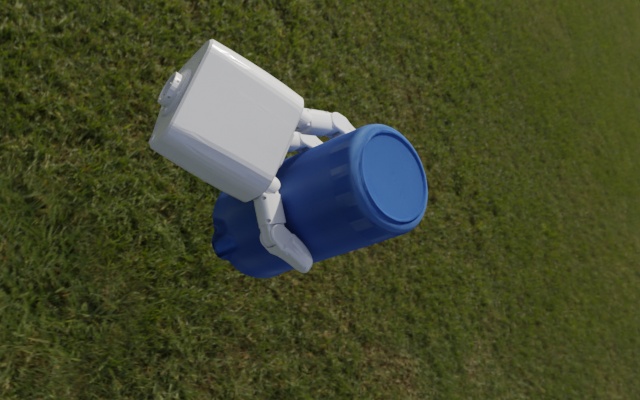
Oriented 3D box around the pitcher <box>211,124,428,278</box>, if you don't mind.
[{"bbox_3d":[0.000,0.002,0.535,0.145,0.149,0.243,30,-31,-30],"label":"pitcher"}]
